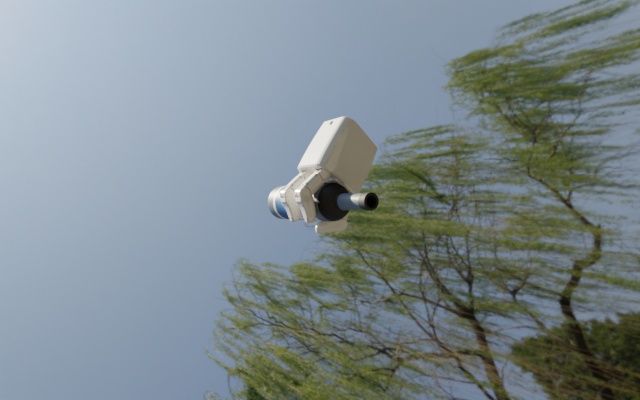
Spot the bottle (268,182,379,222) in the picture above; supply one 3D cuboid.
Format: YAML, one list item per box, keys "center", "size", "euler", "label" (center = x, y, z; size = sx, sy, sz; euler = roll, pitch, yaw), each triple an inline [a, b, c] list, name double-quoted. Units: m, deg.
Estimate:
- center: [0.000, 0.003, 0.838]
  size: [0.069, 0.069, 0.295]
  euler: [0, -1, -31]
  label: "bottle"
